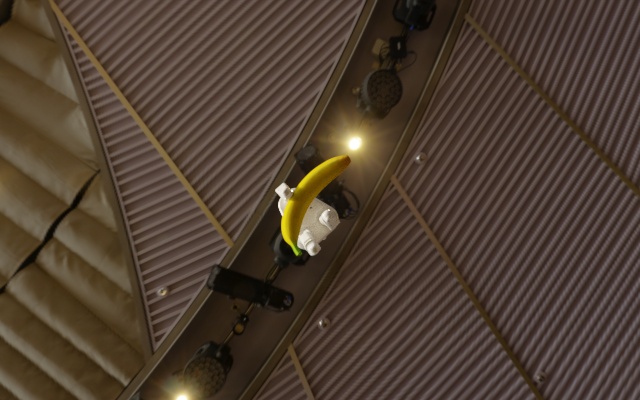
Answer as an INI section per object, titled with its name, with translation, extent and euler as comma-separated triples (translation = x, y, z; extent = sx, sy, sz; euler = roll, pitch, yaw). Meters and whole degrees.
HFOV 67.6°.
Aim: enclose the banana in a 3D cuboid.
[banana]
translation = -0.018, -0.002, 0.841
extent = 0.069, 0.198, 0.037
euler = 26, -8, 13
